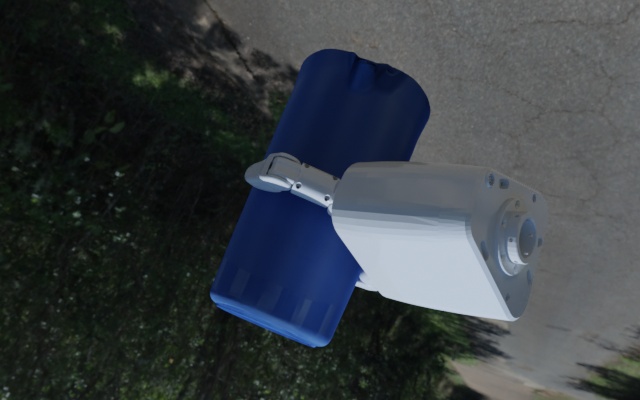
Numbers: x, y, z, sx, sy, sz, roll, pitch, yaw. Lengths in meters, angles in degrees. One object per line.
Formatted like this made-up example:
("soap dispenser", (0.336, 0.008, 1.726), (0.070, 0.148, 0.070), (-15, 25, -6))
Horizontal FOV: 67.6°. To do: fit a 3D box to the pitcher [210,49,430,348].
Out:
("pitcher", (0.000, 0.001, 0.439), (0.145, 0.242, 0.149), (4, -26, 46))
